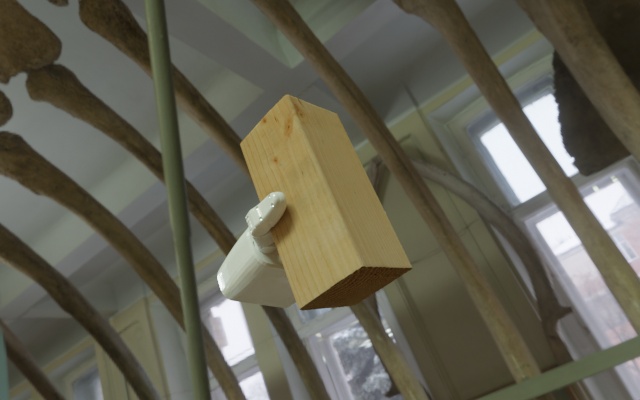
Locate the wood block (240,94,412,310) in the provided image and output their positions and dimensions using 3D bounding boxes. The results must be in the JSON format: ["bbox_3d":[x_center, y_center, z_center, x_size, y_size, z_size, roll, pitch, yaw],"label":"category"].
[{"bbox_3d":[0.000,0.002,0.511,0.091,0.206,0.090,9,-40,-48],"label":"wood block"}]
